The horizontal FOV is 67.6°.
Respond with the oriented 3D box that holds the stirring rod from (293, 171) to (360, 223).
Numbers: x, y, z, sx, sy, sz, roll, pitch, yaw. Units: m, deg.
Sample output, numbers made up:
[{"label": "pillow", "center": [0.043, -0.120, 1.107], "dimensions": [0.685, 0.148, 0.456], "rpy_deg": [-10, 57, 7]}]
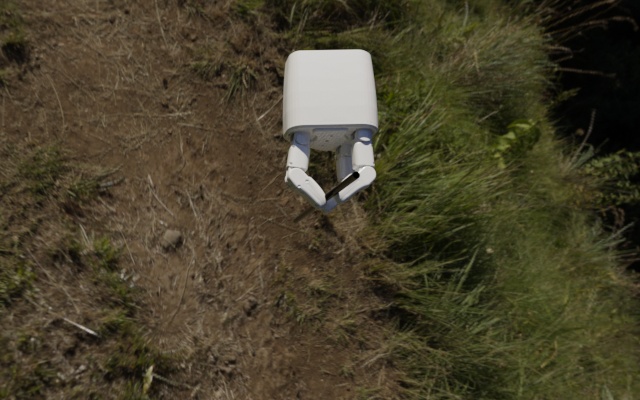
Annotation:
[{"label": "stirring rod", "center": [0.000, 0.002, 0.600], "dimensions": [0.011, 0.011, 0.239], "rpy_deg": [0, -14, -18]}]
